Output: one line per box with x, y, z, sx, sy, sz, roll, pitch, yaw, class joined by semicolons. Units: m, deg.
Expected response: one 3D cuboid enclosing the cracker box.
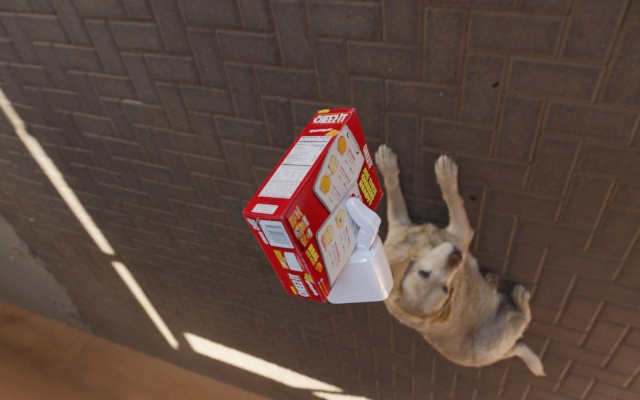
0.000;0.002;0.655;0.072;0.164;0.213;6;47;31;cracker box
